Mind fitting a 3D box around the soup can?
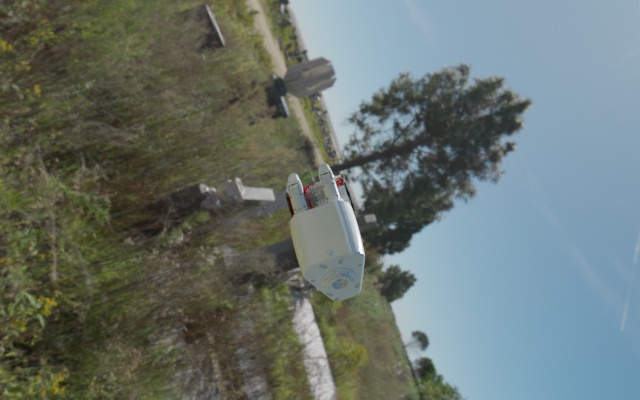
[{"bbox_3d":[0.000,0.002,0.803,0.102,0.068,0.068,-19,-1,3],"label":"soup can"}]
